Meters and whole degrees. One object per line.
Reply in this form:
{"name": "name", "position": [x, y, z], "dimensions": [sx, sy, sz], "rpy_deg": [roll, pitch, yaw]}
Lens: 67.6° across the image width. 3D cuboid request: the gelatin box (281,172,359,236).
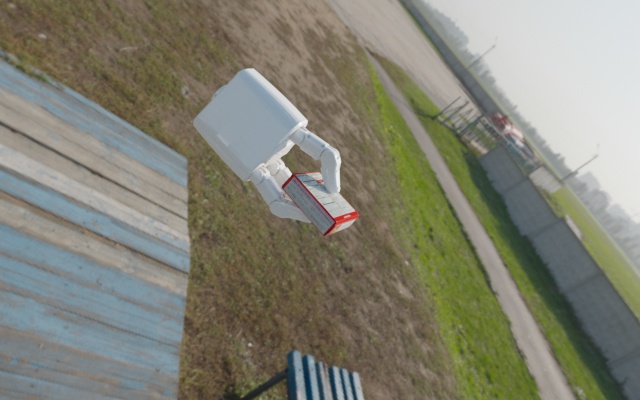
{"name": "gelatin box", "position": [0.001, 0.002, 0.633], "dimensions": [0.030, 0.089, 0.073], "rpy_deg": [-49, -16, 23]}
